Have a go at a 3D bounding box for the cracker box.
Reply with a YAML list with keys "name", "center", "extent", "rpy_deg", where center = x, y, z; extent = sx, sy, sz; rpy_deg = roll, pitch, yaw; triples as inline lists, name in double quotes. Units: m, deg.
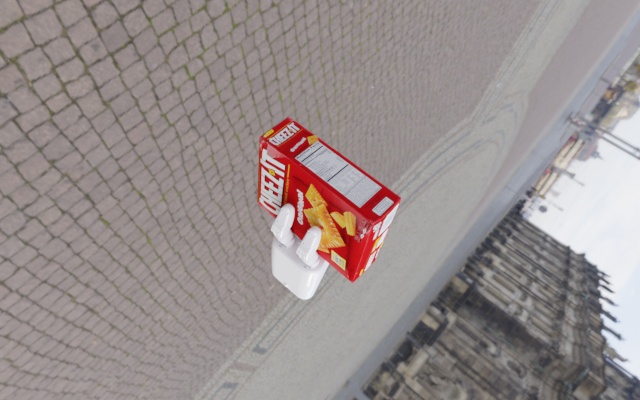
- name: "cracker box"
  center: [0.000, 0.002, 0.719]
  extent: [0.213, 0.164, 0.072]
  rpy_deg: [38, 56, 19]
